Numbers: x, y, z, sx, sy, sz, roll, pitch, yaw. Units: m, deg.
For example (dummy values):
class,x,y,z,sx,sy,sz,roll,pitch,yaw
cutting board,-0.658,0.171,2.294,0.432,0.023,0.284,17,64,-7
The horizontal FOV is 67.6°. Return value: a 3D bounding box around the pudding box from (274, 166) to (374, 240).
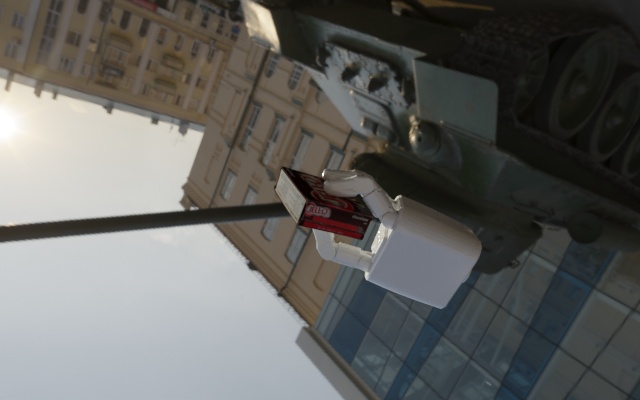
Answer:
class,x,y,z,sx,sy,sz,roll,pitch,yaw
pudding box,0.000,0.002,0.589,0.090,0.039,0.113,16,15,-27
